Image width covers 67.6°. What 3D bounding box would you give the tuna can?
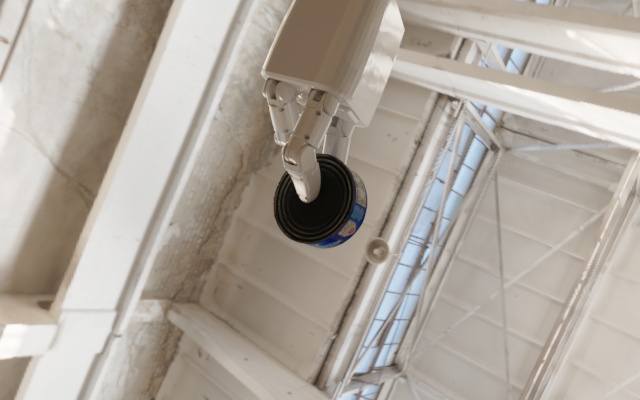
[{"bbox_3d":[0.000,0.002,0.450,0.086,0.086,0.034,0,-15,30],"label":"tuna can"}]
